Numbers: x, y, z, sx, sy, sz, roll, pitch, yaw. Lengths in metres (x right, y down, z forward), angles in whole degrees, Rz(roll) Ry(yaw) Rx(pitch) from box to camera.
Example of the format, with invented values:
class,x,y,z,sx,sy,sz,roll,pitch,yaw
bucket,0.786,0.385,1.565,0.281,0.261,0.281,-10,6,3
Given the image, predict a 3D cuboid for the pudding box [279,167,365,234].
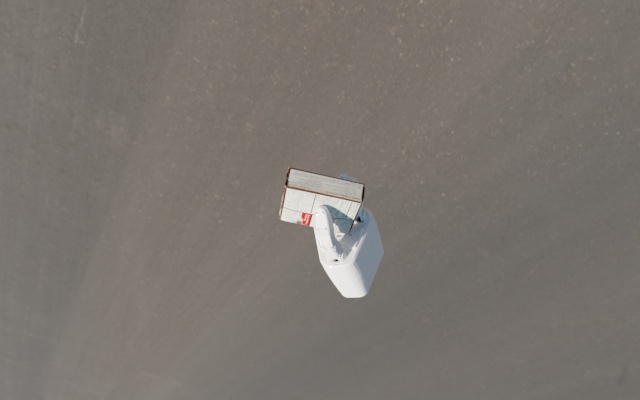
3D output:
class,x,y,z,sx,sy,sz,roll,pitch,yaw
pudding box,0.000,0.002,0.694,0.113,0.039,0.090,11,-36,-4
